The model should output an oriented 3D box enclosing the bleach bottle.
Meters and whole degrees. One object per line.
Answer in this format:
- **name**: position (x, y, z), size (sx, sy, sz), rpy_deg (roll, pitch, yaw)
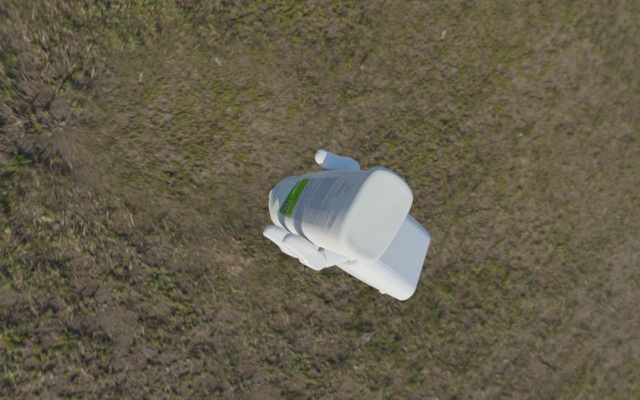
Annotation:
- **bleach bottle**: position (0.000, 0.002, 0.599), size (0.068, 0.102, 0.251), rpy_deg (35, -10, -28)
